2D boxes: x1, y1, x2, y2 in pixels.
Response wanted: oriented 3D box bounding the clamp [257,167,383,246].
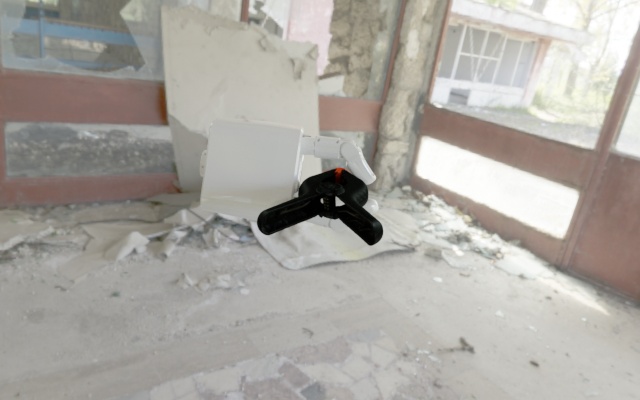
[{"bbox_3d":[0.000,0.001,0.514,0.120,0.039,0.171,7,19,-2],"label":"clamp"}]
